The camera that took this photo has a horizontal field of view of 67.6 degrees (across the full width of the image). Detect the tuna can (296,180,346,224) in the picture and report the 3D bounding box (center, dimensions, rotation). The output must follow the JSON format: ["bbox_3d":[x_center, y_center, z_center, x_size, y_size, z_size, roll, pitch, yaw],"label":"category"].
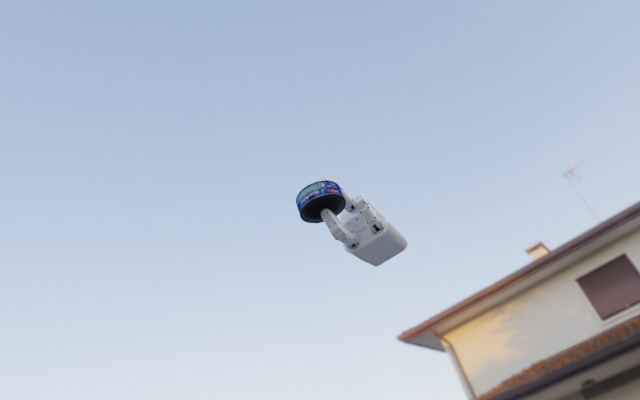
[{"bbox_3d":[0.000,0.002,0.849,0.086,0.033,0.086,-14,-33,-10],"label":"tuna can"}]
